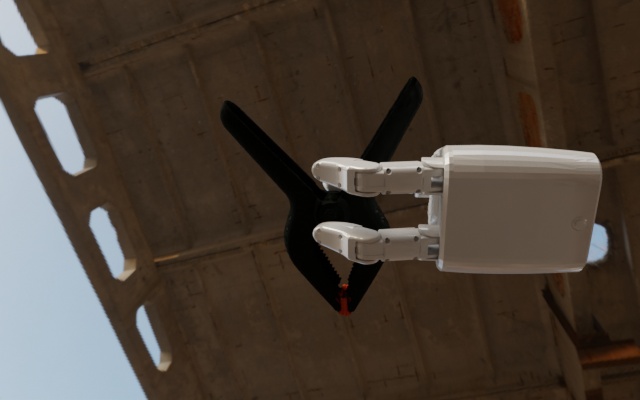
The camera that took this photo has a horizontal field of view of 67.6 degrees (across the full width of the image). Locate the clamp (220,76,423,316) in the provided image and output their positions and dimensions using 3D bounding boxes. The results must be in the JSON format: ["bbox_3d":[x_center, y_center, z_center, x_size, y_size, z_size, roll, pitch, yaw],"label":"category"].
[{"bbox_3d":[0.000,0.002,0.414,0.164,0.210,0.036,2,20,9],"label":"clamp"}]
